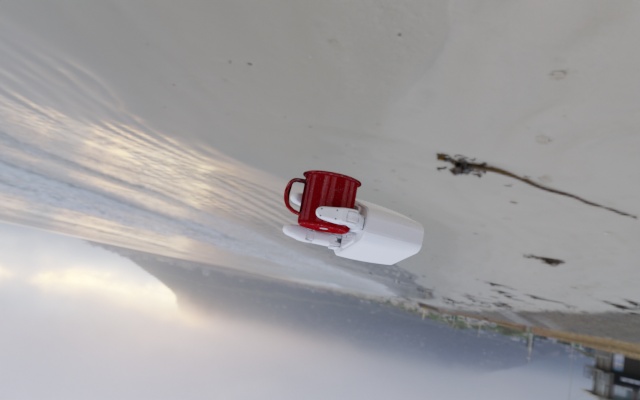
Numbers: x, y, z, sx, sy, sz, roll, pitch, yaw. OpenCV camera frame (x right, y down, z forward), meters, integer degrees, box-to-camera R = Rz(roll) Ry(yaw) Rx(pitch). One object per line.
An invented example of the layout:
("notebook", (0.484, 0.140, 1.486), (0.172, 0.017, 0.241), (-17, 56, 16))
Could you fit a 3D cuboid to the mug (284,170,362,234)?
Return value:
("mug", (-0.001, 0.002, 0.734), (0.117, 0.081, 0.093), (14, -10, -20))
